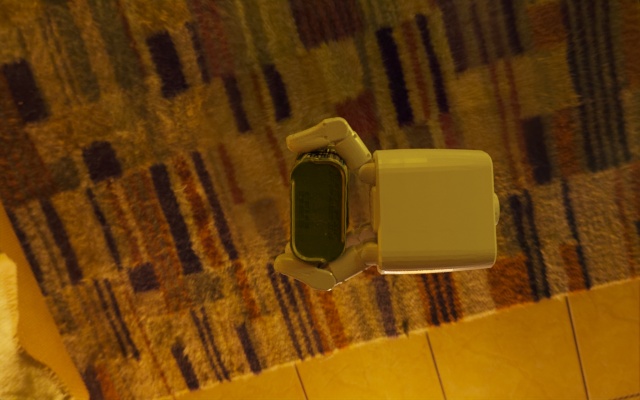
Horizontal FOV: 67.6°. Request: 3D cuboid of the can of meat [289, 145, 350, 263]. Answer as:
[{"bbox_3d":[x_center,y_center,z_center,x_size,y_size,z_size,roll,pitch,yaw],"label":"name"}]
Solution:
[{"bbox_3d":[0.000,0.001,0.461,0.057,0.102,0.084,0,13,3],"label":"can of meat"}]
